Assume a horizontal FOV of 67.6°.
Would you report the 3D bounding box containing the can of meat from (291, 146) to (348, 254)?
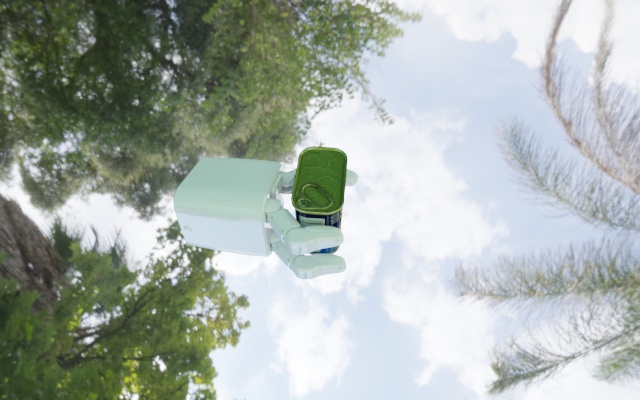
[{"bbox_3d":[0.000,0.002,0.559,0.057,0.102,0.084,4,-41,4],"label":"can of meat"}]
